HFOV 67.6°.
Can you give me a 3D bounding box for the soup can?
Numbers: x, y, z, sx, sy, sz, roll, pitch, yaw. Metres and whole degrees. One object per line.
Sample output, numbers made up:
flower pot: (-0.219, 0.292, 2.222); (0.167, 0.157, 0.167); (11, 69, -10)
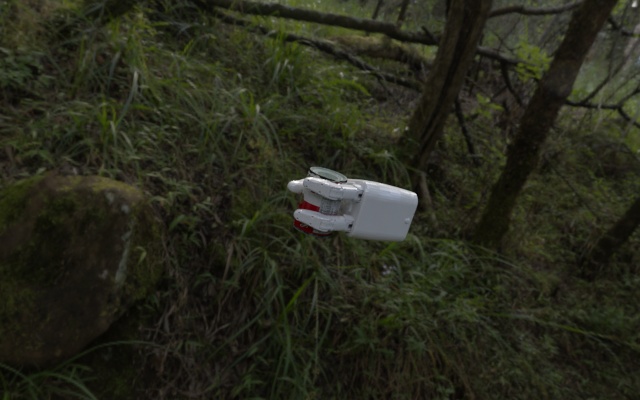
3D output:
soup can: (0.000, 0.002, 0.799); (0.068, 0.102, 0.068); (15, 16, -5)
